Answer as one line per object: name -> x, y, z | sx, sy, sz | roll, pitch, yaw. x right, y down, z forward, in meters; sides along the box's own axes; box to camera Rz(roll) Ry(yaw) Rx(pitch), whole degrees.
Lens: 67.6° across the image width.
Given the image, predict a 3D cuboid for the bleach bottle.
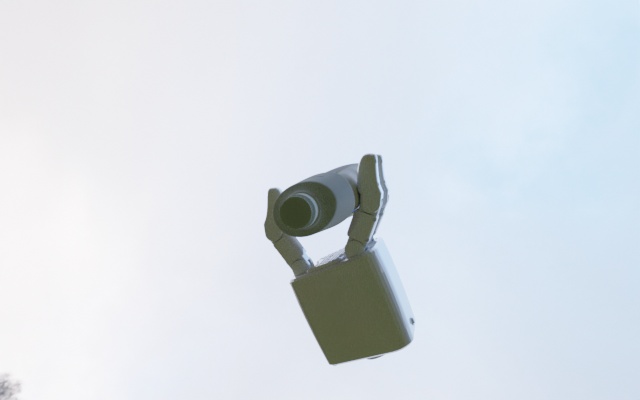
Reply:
bleach bottle -> 0.000, 0.002, 0.528 | 0.102, 0.068, 0.251 | -24, 0, 15
